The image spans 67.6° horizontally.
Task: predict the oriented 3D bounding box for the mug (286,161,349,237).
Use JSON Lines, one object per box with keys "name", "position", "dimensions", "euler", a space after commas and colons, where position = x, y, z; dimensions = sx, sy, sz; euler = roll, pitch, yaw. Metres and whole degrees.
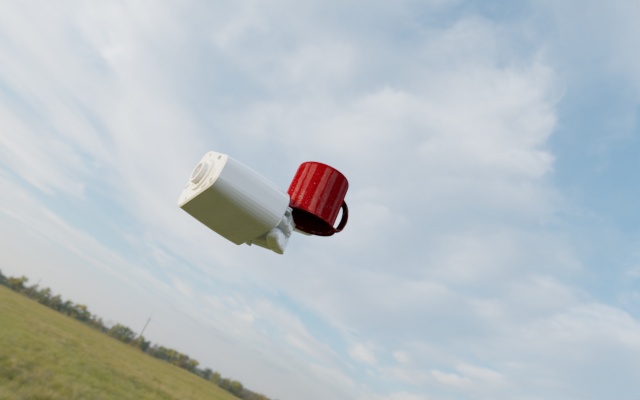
{"name": "mug", "position": [0.001, 0.003, 0.705], "dimensions": [0.117, 0.081, 0.093], "euler": [36, -25, -30]}
